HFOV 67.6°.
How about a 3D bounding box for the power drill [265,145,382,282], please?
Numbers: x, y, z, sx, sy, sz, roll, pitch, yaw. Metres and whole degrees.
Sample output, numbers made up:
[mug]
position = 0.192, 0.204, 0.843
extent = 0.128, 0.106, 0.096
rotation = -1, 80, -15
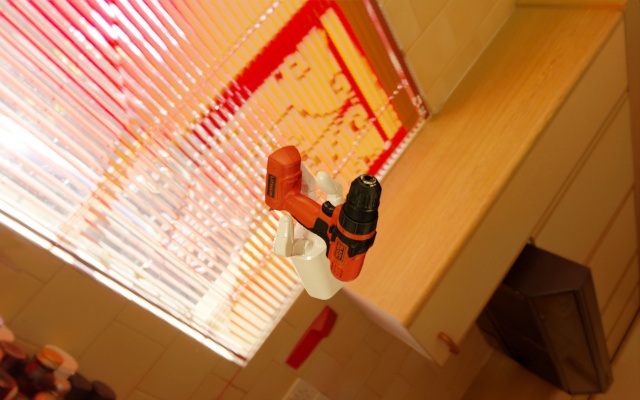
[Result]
[power drill]
position = 0.000, 0.002, 0.664
extent = 0.057, 0.185, 0.187
rotation = -26, 53, -34
